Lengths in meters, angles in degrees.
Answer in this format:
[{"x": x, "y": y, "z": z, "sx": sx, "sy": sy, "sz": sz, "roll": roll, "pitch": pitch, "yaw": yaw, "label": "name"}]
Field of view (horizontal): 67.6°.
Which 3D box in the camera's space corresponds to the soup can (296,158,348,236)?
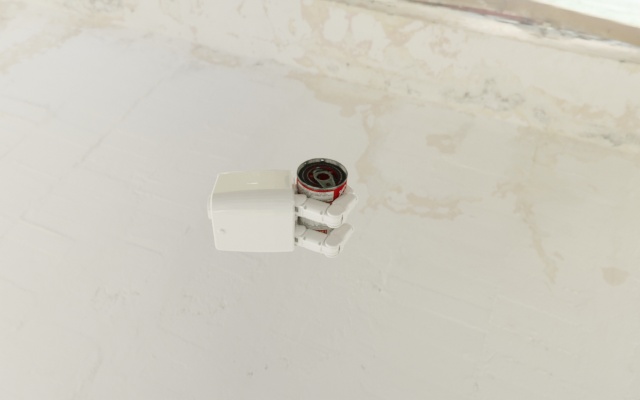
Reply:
[{"x": 0.001, "y": 0.002, "z": 0.659, "sx": 0.068, "sy": 0.102, "sz": 0.068, "roll": 2, "pitch": 40, "yaw": -2, "label": "soup can"}]
